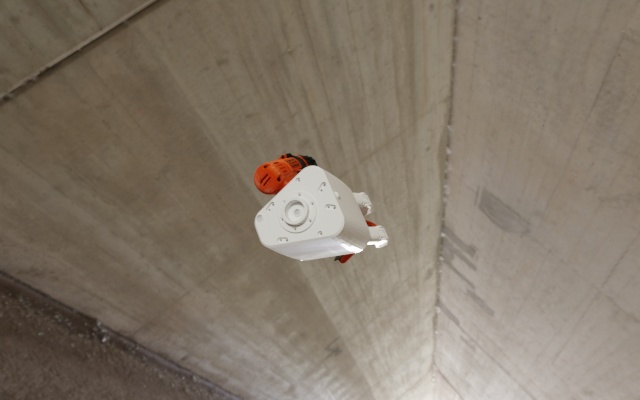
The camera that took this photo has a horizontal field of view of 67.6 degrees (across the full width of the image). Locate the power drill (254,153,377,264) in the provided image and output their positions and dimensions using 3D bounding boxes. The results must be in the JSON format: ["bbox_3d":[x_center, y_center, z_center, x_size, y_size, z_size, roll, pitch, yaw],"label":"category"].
[{"bbox_3d":[0.000,0.003,0.737,0.187,0.057,0.184,42,22,8],"label":"power drill"}]
